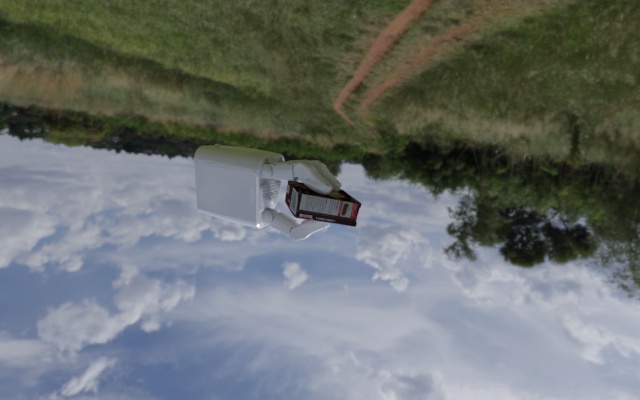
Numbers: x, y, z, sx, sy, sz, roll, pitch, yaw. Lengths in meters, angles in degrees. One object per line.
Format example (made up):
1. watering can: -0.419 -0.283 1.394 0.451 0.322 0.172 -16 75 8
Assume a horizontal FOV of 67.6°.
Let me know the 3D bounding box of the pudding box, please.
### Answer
1. pudding box: 0.000 0.002 0.689 0.090 0.039 0.113 9 11 -13
